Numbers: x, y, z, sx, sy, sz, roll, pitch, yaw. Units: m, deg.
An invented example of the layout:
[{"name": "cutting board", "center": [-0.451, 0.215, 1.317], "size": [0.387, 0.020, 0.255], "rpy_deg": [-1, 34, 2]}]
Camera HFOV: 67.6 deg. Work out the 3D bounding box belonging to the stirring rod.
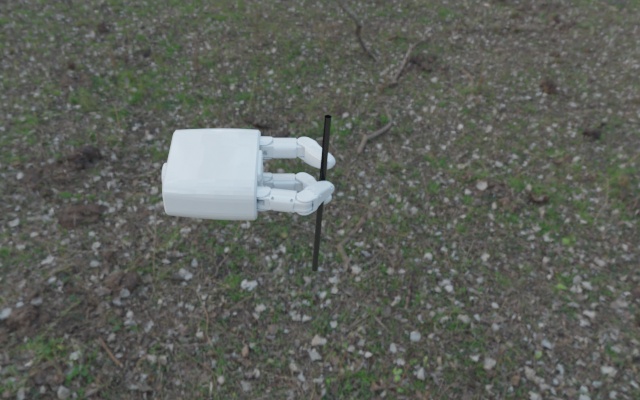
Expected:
[{"name": "stirring rod", "center": [0.000, 0.002, 0.606], "size": [0.011, 0.240, 0.011], "rpy_deg": [3, 37, -2]}]
